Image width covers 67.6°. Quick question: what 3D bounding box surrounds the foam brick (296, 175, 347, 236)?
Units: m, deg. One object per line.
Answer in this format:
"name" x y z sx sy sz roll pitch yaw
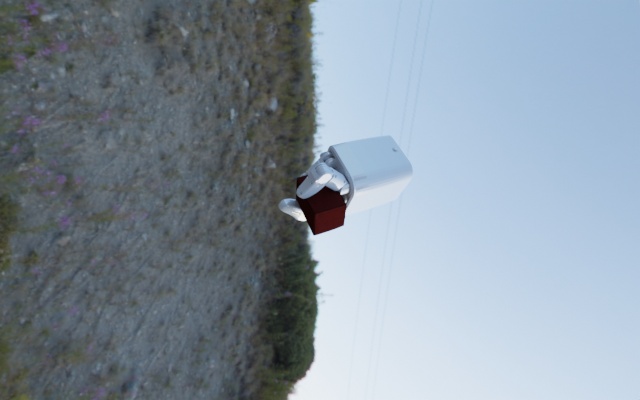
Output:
"foam brick" 0.000 0.003 0.716 0.051 0.078 0.053 -15 -38 -17
